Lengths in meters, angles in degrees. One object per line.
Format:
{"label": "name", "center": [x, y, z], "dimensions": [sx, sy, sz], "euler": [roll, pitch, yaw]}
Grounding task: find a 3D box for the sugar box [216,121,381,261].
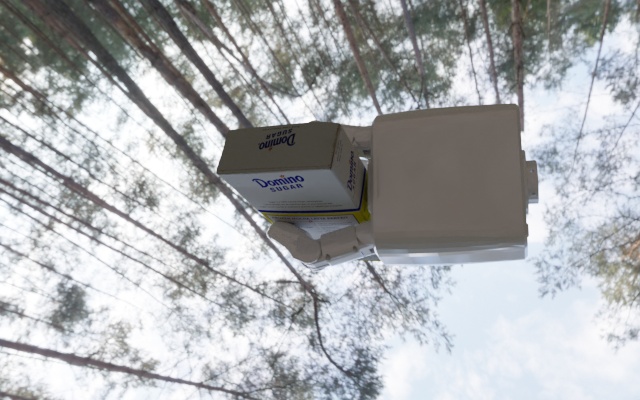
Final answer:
{"label": "sugar box", "center": [0.000, 0.001, 0.403], "dimensions": [0.093, 0.048, 0.176], "euler": [-1, -29, 23]}
